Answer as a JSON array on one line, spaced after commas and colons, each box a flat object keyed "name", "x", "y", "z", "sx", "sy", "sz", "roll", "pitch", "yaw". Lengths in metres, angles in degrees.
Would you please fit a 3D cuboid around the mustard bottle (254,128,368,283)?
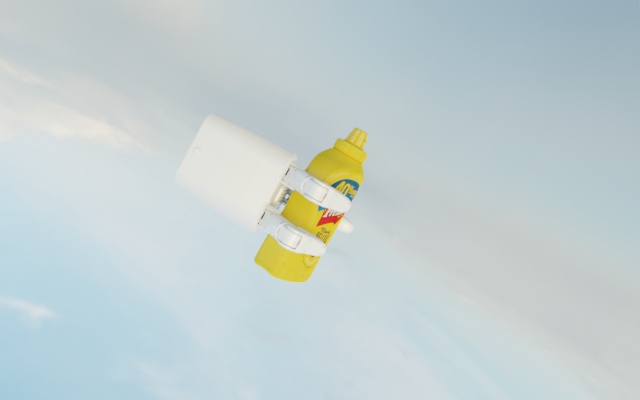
[{"name": "mustard bottle", "x": 0.000, "y": 0.002, "z": 0.560, "sx": 0.058, "sy": 0.191, "sz": 0.096, "roll": 32, "pitch": 5, "yaw": 28}]
